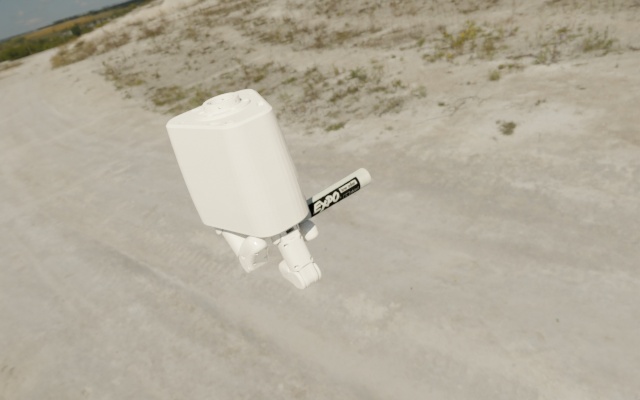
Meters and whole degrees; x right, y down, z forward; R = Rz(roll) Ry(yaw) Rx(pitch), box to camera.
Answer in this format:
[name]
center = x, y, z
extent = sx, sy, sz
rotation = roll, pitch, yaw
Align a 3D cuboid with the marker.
[marker]
center = 0.000, 0.002, 0.475
extent = 0.121, 0.020, 0.020
rotation = -30, 14, -25
